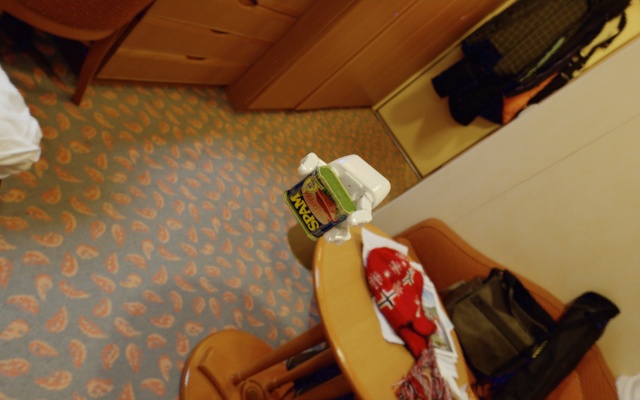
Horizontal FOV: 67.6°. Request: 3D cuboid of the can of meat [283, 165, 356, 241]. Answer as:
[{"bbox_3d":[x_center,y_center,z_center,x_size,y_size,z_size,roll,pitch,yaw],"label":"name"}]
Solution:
[{"bbox_3d":[0.000,0.002,0.808,0.084,0.102,0.057,-35,-5,27],"label":"can of meat"}]
